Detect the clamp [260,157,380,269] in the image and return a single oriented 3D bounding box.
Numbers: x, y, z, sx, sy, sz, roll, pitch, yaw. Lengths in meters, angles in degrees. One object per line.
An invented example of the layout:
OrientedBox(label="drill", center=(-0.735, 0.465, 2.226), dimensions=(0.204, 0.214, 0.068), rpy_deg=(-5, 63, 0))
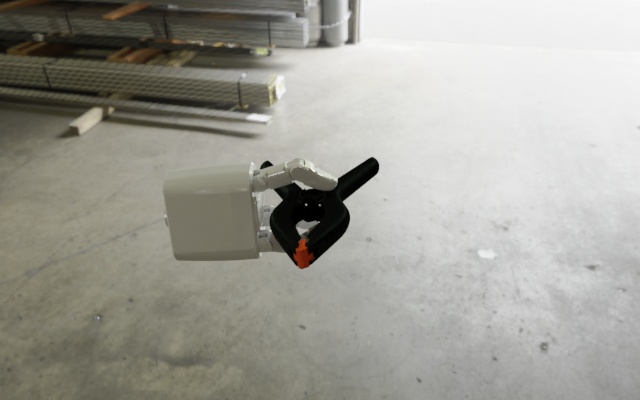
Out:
OrientedBox(label="clamp", center=(0.000, 0.002, 0.586), dimensions=(0.164, 0.036, 0.209), rpy_deg=(-6, 34, 2))
